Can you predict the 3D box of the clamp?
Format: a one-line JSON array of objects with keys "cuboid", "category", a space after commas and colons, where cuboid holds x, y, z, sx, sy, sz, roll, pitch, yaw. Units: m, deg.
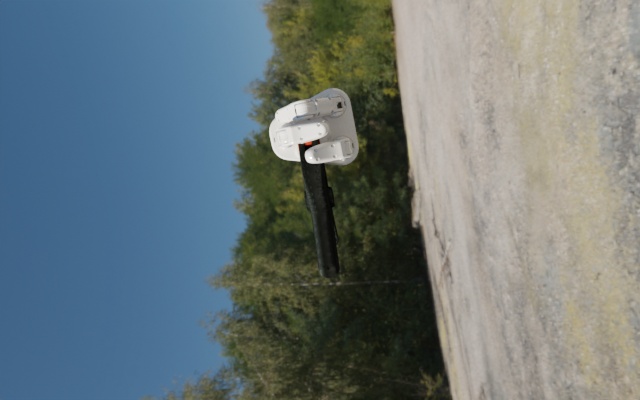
[{"cuboid": [-0.001, 0.002, 0.605, 0.039, 0.171, 0.120, -8, 6, -2], "category": "clamp"}]
